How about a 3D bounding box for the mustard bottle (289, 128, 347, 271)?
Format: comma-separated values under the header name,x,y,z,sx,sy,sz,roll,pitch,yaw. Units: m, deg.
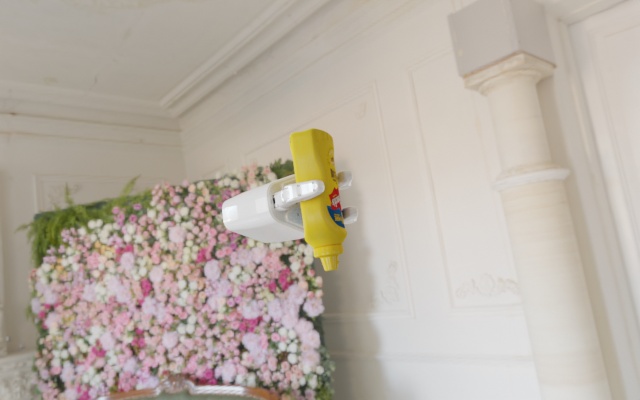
name,x,y,z,sx,sy,sz,roll,pitch,yaw
mustard bottle,0.000,0.002,0.668,0.058,0.191,0.096,-10,-9,13
